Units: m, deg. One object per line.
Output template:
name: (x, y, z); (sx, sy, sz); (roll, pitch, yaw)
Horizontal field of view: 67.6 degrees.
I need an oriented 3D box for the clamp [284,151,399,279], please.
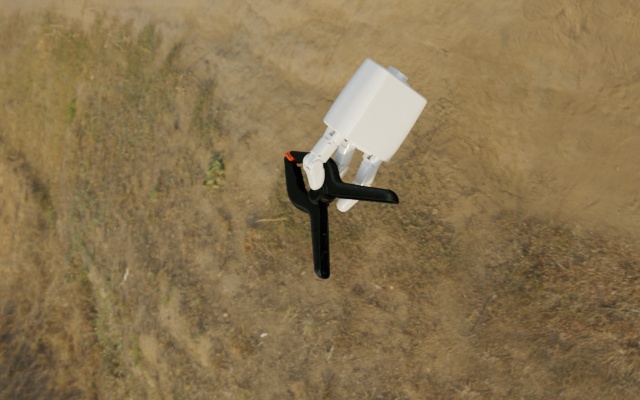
clamp: (-0.001, 0.002, 0.721); (0.210, 0.164, 0.036); (44, 13, 35)
